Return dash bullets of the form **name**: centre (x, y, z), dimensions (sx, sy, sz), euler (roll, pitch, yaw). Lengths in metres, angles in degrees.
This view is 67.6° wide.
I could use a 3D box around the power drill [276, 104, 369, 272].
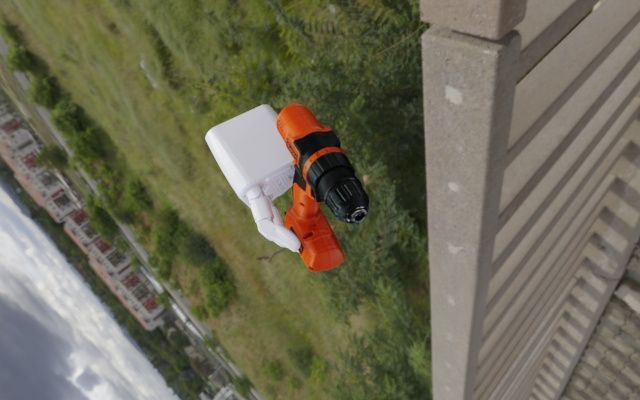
- **power drill**: centre (0.000, 0.002, 0.579), dimensions (0.057, 0.188, 0.184), euler (-15, 49, -17)
